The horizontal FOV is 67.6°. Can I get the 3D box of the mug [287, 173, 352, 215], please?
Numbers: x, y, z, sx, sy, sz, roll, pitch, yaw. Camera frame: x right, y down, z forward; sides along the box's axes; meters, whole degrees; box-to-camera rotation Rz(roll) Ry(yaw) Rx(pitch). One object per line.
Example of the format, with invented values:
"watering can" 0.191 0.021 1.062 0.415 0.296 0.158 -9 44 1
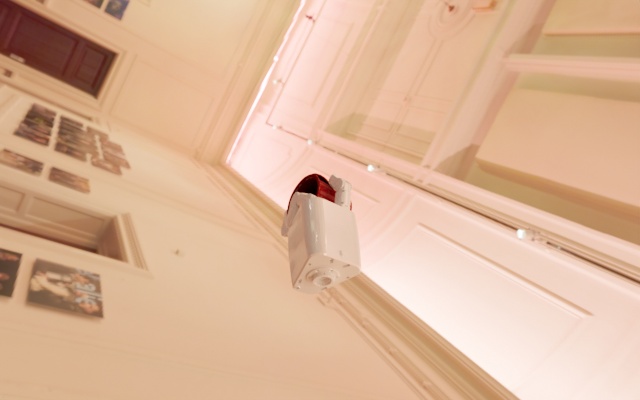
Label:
"mug" 0.000 0.002 0.845 0.081 0.117 0.093 26 -48 -30
